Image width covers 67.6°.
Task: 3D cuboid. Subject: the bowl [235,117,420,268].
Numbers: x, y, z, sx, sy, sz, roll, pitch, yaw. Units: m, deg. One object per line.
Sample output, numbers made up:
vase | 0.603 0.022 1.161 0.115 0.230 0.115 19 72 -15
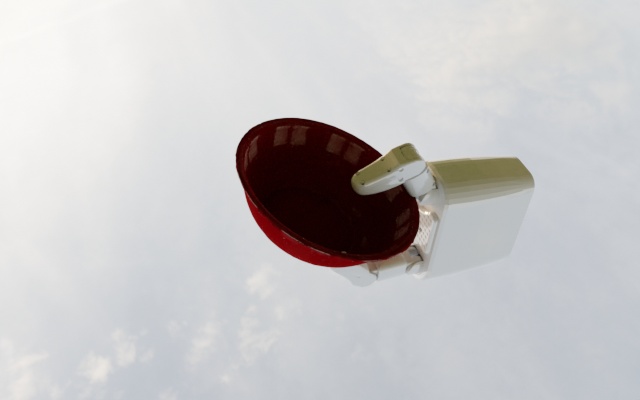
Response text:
bowl | -0.001 0.001 0.404 0.162 0.162 0.055 0 -43 -32
